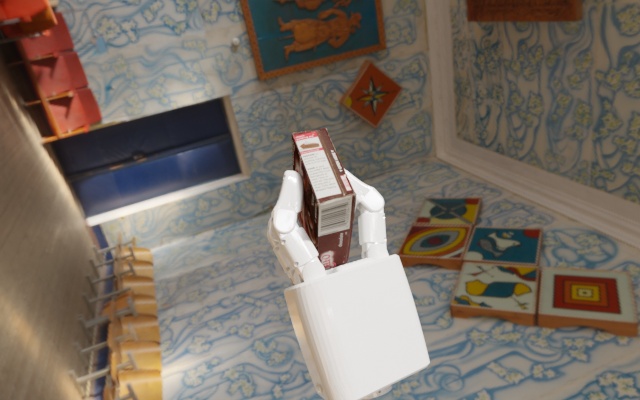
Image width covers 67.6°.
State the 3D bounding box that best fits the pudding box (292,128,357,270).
[{"bbox_3d":[0.000,0.002,0.462,0.039,0.090,0.114,-12,-38,-13],"label":"pudding box"}]
